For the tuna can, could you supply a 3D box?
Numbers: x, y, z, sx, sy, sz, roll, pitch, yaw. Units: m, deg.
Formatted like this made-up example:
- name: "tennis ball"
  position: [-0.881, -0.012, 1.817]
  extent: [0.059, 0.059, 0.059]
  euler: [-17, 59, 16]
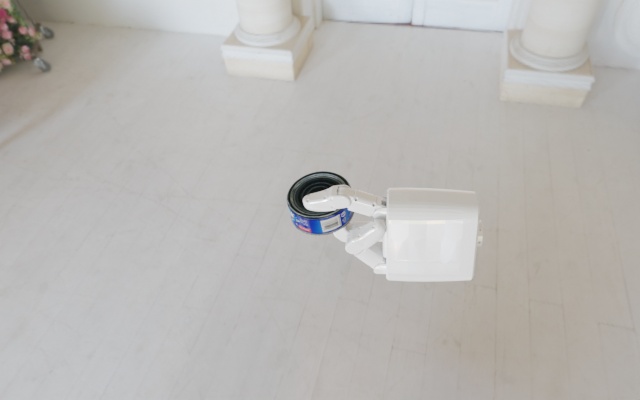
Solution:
- name: "tuna can"
  position: [0.000, 0.002, 0.617]
  extent: [0.086, 0.086, 0.034]
  euler: [0, -43, 12]
